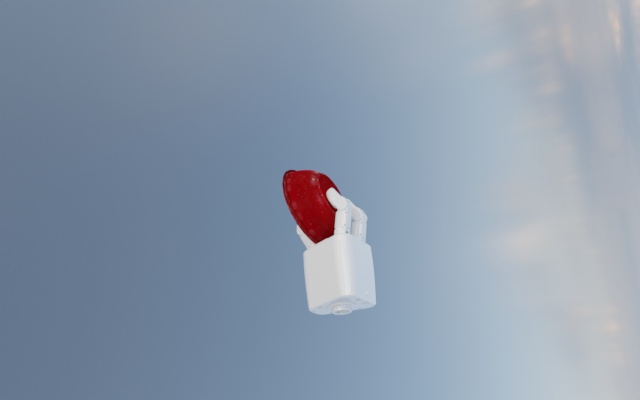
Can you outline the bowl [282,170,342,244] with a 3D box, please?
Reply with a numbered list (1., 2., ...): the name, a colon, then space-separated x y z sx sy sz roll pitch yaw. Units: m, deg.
1. bowl: 0.000 0.001 0.876 0.055 0.162 0.162 -29 -12 21
